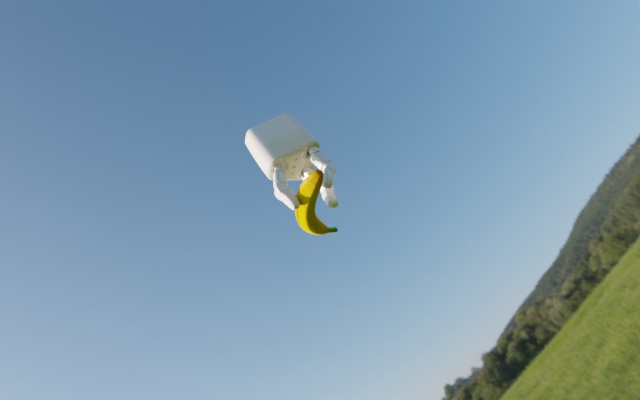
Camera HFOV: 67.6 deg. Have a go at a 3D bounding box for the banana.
[{"bbox_3d":[-0.016,0.014,0.887,0.069,0.037,0.198,-29,-33,-9],"label":"banana"}]
